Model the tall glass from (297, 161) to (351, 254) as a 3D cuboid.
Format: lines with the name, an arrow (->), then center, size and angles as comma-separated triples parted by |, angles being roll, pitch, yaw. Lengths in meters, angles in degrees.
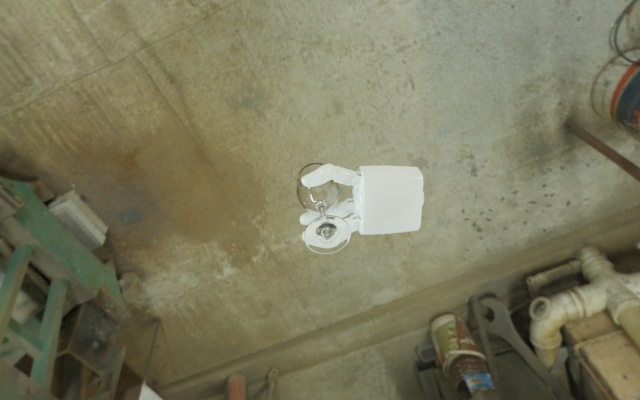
tall glass -> 0.000, 0.003, 0.830 | 0.079, 0.079, 0.201 | 0, 32, -8
